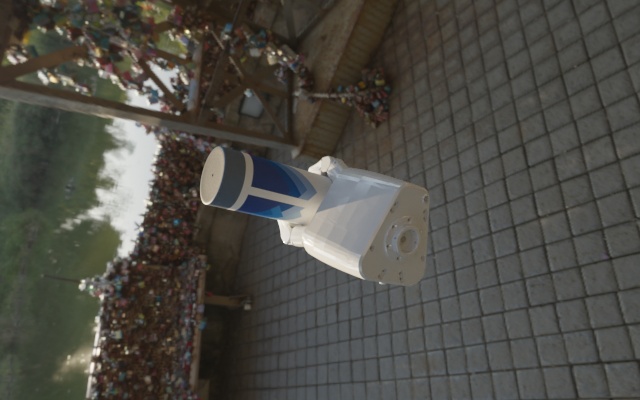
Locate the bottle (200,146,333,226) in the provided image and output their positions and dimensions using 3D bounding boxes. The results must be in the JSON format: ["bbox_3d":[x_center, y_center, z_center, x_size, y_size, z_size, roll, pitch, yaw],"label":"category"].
[{"bbox_3d":[0.000,0.002,0.605,0.296,0.069,0.069,14,-8,-33],"label":"bottle"}]
